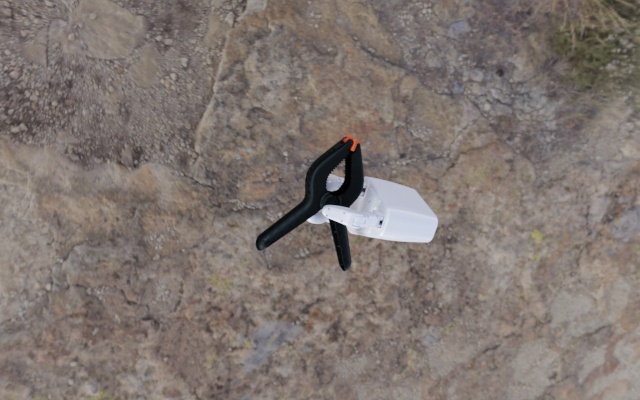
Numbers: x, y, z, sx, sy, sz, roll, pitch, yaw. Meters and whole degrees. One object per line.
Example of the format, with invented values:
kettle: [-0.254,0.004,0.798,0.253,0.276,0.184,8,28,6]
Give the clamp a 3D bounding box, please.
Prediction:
clamp: [0.001,0.002,0.712,0.164,0.210,0.036,10,14,-28]
